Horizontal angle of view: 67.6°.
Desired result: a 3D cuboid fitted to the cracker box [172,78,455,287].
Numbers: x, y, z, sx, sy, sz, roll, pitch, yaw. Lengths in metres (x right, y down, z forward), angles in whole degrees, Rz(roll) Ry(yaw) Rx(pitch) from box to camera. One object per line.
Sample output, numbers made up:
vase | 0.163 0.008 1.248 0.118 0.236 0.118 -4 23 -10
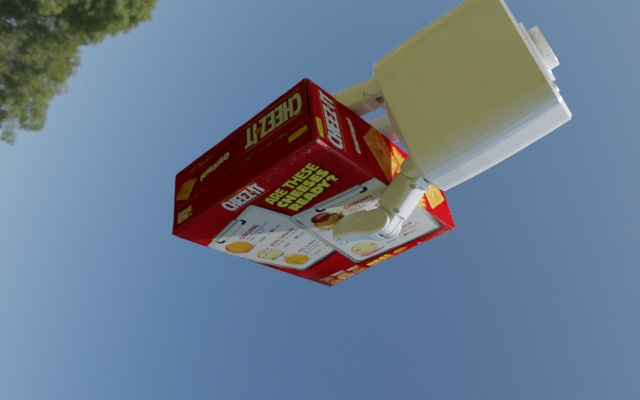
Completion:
cracker box | 0.000 0.002 0.446 0.164 0.072 0.214 -30 -37 29
